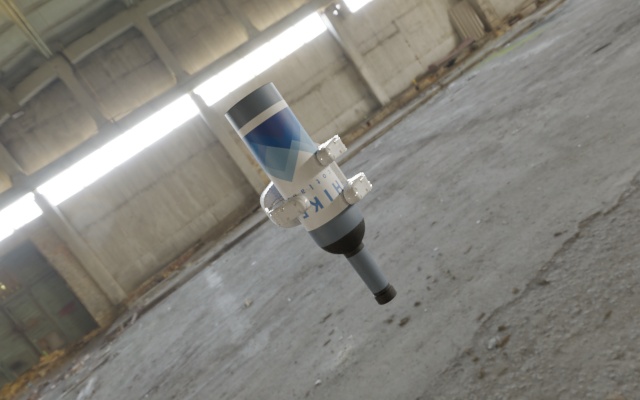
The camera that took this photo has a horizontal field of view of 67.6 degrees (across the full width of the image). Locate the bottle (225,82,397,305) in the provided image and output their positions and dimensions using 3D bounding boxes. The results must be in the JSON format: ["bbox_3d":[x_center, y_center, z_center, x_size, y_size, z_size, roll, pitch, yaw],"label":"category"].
[{"bbox_3d":[0.000,0.002,0.572,0.069,0.296,0.069,-34,8,5],"label":"bottle"}]
